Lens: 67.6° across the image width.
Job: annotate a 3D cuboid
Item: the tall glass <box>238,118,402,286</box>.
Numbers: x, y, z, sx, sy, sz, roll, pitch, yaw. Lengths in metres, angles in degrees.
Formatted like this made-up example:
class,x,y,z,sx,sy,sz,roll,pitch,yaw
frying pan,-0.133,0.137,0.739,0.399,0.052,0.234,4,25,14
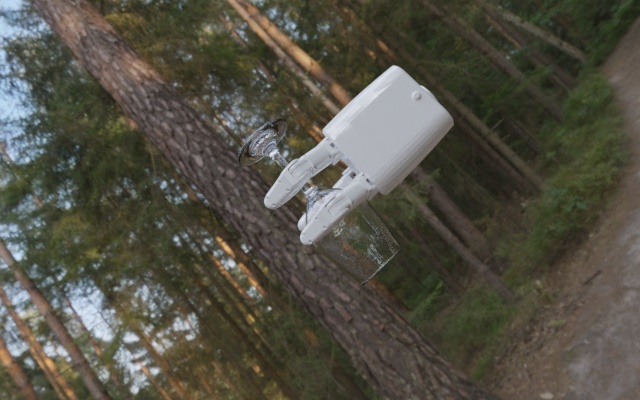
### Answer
class,x,y,z,sx,sy,sz,roll,pitch,yaw
tall glass,0.000,0.001,0.539,0.079,0.201,0.079,-42,-11,-10
